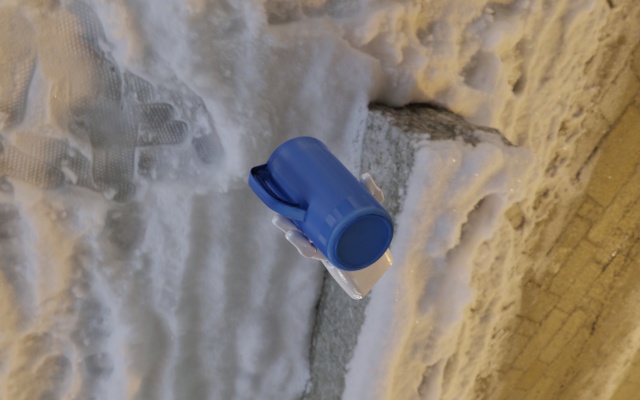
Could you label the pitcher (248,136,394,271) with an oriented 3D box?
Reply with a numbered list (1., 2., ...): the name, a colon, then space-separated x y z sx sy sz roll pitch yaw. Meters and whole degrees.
1. pitcher: 0.000 0.003 0.752 0.149 0.145 0.242 -37 38 -4
